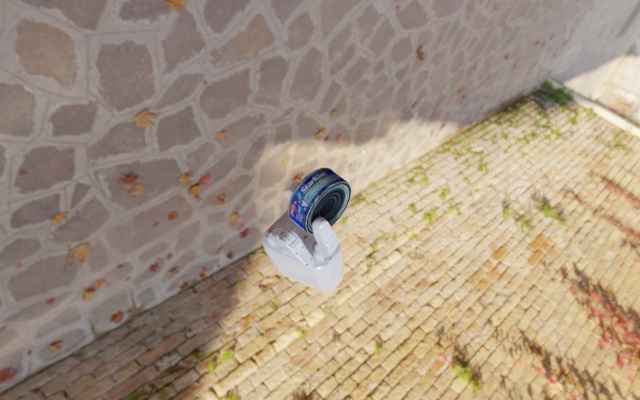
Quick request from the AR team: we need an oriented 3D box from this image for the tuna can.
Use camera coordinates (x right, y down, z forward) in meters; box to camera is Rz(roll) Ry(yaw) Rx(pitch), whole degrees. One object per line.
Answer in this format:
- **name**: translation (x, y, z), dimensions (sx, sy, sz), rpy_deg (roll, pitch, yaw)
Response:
- **tuna can**: translation (0.000, 0.002, 0.621), dimensions (0.033, 0.086, 0.086), rpy_deg (38, 21, 29)
